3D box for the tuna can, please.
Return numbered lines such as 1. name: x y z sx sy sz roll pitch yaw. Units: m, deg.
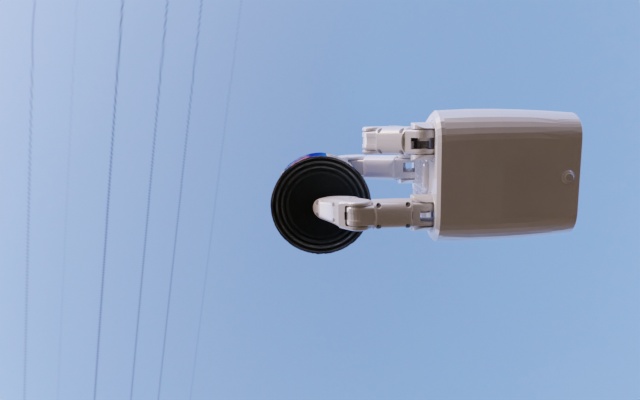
1. tuna can: 0.000 0.001 0.420 0.086 0.086 0.033 0 13 -2
